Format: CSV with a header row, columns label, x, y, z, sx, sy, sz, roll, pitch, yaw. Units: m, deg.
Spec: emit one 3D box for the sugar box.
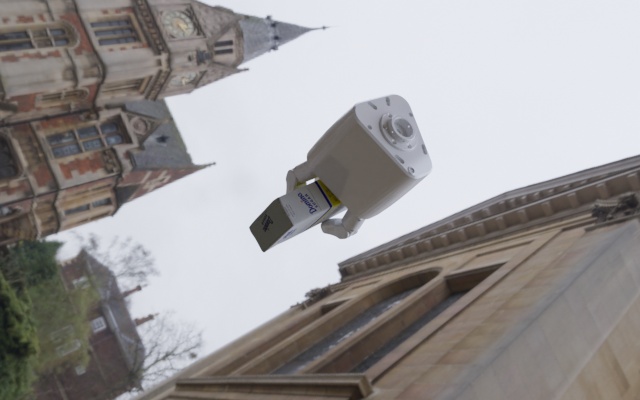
label,x,y,z,sx,sy,sz,roll,pitch,yaw
sugar box,0.000,0.001,0.626,0.176,0.048,0.093,-22,-12,-38
